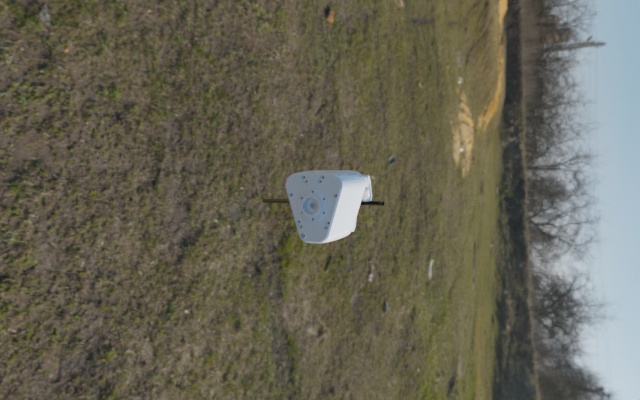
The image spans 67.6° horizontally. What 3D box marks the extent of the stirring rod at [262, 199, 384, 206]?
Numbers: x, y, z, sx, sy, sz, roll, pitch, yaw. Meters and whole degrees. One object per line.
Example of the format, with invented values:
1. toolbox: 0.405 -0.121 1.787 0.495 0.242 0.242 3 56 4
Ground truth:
1. stirring rod: 0.000 0.003 0.887 0.239 0.011 0.011 1 0 22
